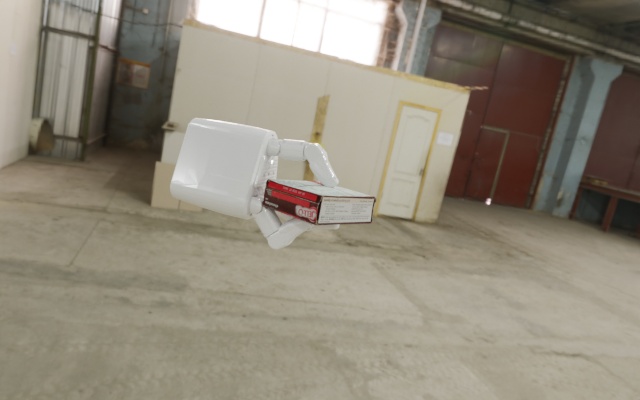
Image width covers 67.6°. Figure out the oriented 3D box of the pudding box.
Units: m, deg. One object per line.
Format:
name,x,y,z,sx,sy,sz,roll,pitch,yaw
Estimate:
pudding box,0.000,0.002,0.582,0.090,0.039,0.113,19,13,38
